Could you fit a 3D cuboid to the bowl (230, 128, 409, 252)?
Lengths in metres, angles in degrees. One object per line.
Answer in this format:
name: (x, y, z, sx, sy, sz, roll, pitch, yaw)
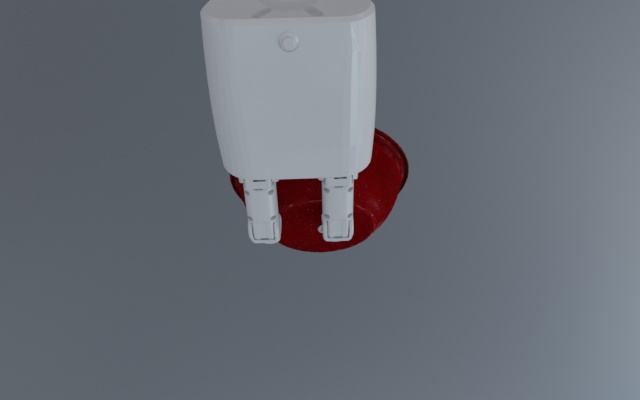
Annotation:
bowl: (0.000, 0.002, 0.423, 0.162, 0.055, 0.162, -2, -33, -1)
